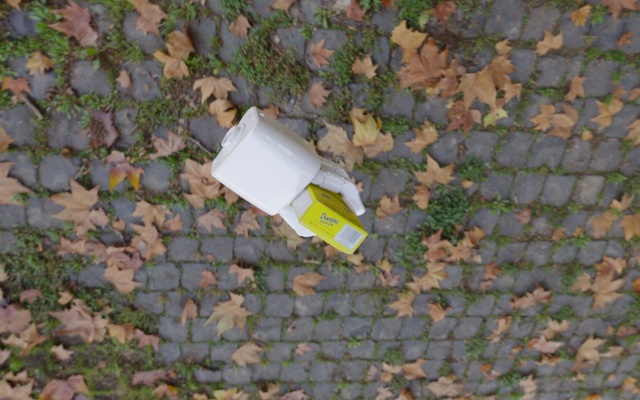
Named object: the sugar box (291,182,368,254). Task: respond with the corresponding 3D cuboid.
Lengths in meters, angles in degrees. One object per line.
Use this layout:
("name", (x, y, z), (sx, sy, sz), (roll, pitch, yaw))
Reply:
("sugar box", (0.000, 0.002, 0.696), (0.093, 0.048, 0.176), (34, 14, -25))
